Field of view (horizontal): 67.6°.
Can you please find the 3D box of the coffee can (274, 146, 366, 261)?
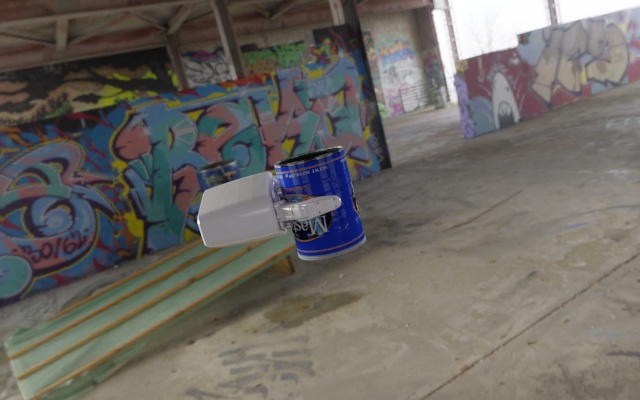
[{"bbox_3d":[0.000,0.002,0.686,0.103,0.140,0.102,-14,11,3],"label":"coffee can"}]
